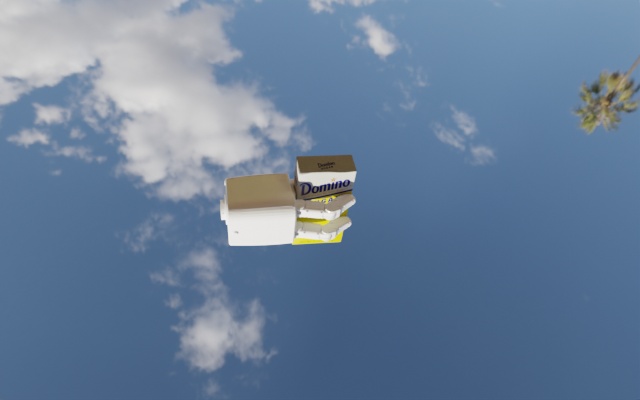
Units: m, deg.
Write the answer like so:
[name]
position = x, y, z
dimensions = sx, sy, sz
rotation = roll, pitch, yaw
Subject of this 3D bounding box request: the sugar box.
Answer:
[sugar box]
position = 0.000, 0.003, 0.801
dimensions = 0.093, 0.048, 0.176
rotation = -3, -40, -10
